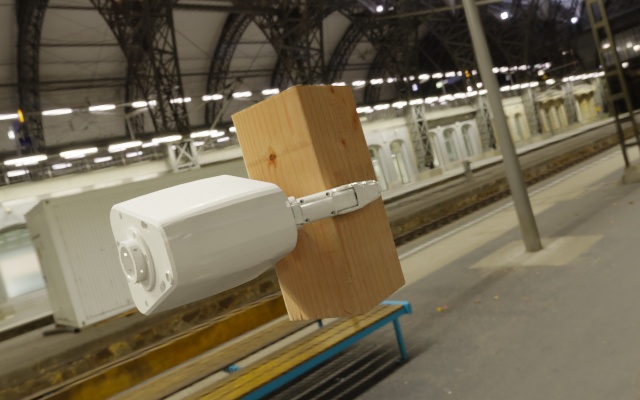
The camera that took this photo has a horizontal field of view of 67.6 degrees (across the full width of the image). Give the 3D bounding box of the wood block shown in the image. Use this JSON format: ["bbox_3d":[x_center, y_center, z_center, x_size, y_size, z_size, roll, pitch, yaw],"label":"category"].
[{"bbox_3d":[0.000,0.001,0.467,0.091,0.206,0.090,-14,2,37],"label":"wood block"}]
